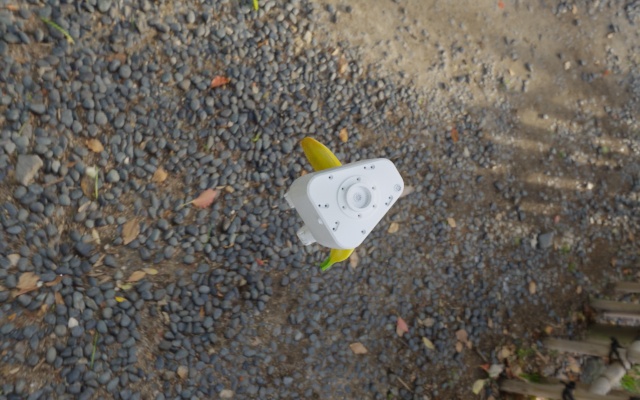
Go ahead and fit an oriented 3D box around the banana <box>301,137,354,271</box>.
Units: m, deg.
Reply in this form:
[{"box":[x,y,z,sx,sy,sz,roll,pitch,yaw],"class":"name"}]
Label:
[{"box":[0.019,0.003,0.685,0.069,0.198,0.037,-8,5,4],"class":"banana"}]
